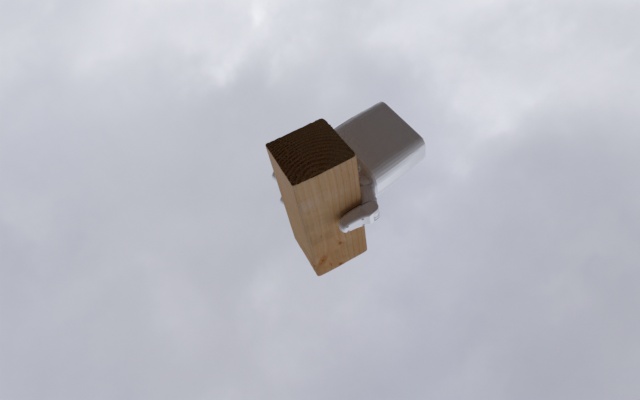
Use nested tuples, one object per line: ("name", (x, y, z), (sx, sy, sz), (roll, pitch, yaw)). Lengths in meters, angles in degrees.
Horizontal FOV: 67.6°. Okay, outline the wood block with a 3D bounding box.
("wood block", (0.001, 0.002, 0.673), (0.090, 0.206, 0.090), (-27, 50, -12))
